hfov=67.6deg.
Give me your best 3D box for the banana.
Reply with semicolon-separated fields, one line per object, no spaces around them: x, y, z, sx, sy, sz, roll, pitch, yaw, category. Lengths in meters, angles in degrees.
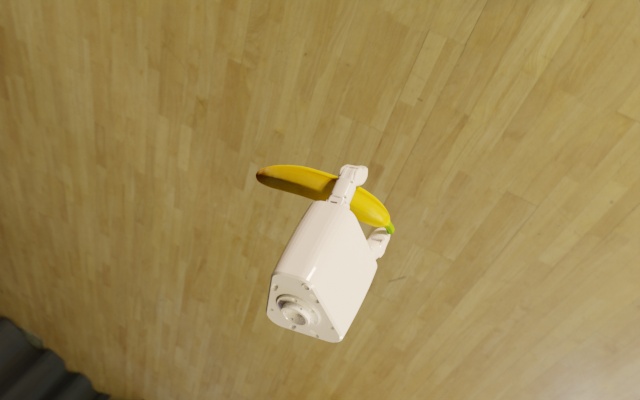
0.006;-0.007;0.603;0.198;0.037;0.070;24;-34;6;banana
